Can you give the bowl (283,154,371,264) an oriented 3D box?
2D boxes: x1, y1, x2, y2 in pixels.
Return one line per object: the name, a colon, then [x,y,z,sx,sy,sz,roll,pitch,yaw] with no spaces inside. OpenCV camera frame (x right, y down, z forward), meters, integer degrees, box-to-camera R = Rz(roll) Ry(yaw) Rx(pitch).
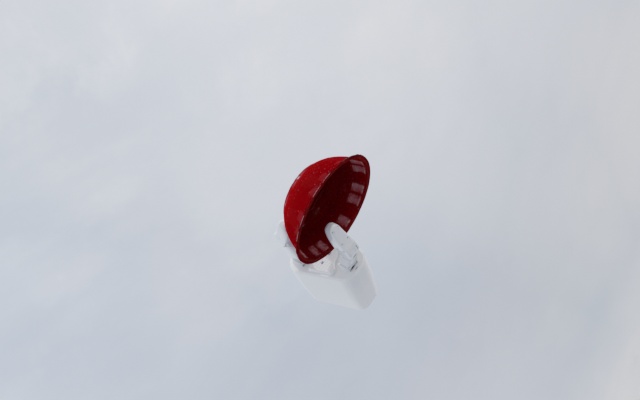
bowl: [0.000,0.001,0.637,0.055,0.162,0.162,30,13,24]
